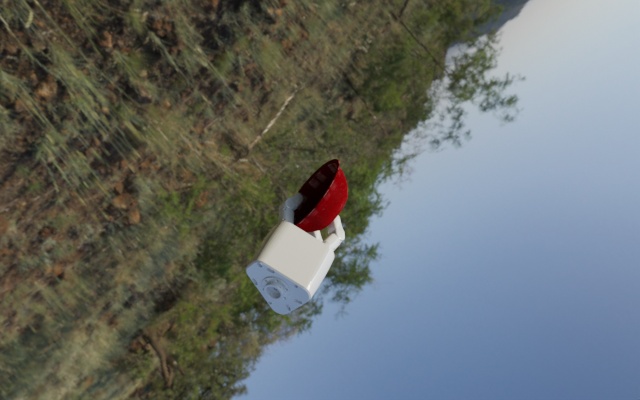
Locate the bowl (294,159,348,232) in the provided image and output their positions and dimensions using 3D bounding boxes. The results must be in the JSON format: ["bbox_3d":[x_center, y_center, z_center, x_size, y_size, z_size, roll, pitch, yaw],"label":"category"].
[{"bbox_3d":[0.001,0.002,0.881,0.055,0.162,0.162,37,-13,-17],"label":"bowl"}]
